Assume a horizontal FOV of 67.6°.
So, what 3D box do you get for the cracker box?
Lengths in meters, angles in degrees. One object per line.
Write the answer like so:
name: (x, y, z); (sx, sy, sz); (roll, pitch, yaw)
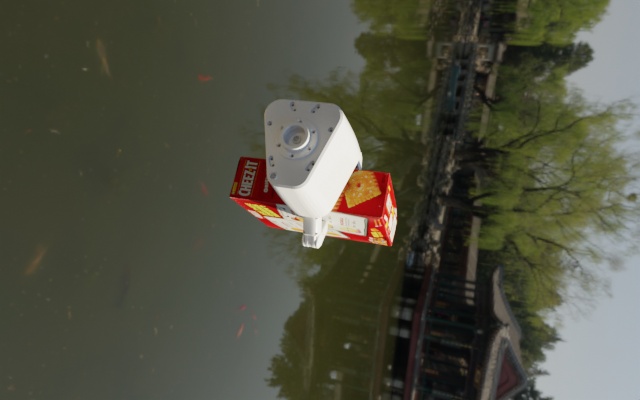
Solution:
cracker box: (0.000, 0.002, 0.704); (0.213, 0.072, 0.164); (8, -16, 16)
